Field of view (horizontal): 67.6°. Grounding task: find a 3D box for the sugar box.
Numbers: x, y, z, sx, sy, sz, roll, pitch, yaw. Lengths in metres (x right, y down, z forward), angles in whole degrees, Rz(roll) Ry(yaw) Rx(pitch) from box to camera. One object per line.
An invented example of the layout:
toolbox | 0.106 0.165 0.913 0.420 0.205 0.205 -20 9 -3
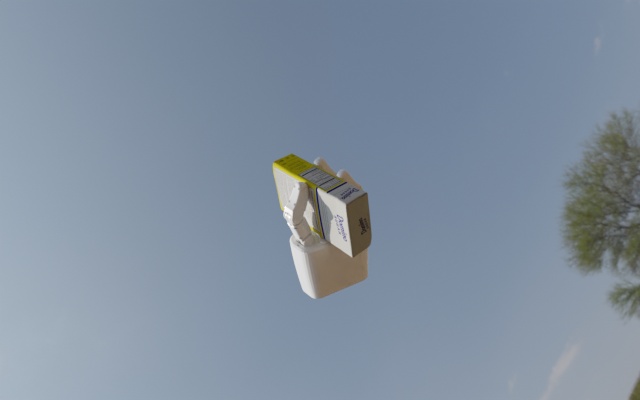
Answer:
sugar box | 0.000 0.002 0.702 0.048 0.093 0.176 -31 40 -29
